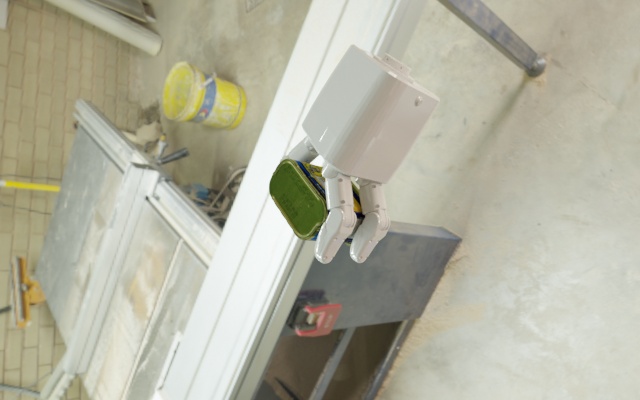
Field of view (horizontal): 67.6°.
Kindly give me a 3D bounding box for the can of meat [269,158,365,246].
[{"bbox_3d":[0.000,0.002,0.535,0.084,0.057,0.102,9,35,-47],"label":"can of meat"}]
